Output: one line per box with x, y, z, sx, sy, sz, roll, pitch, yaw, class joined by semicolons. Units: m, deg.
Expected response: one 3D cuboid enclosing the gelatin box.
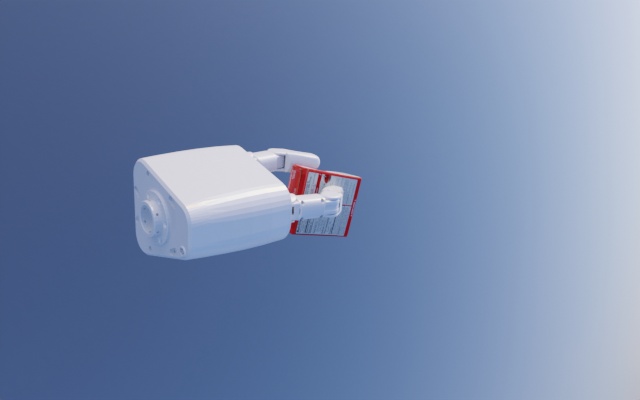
0.001;0.002;0.541;0.089;0.073;0.030;6;10;-43;gelatin box
